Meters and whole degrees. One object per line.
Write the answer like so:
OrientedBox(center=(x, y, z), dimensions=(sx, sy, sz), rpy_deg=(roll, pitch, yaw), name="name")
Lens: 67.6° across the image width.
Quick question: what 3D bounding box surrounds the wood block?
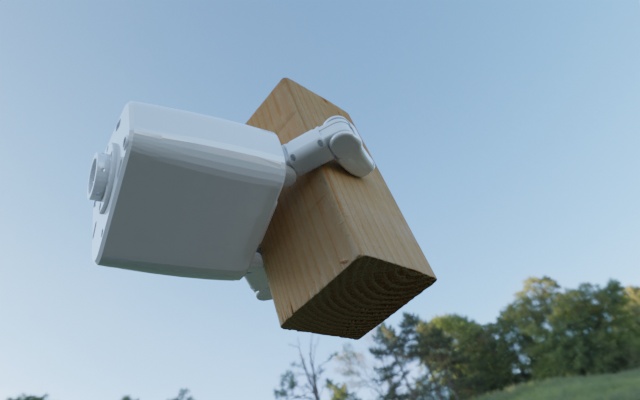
OrientedBox(center=(0.000, 0.001, 0.410), dimensions=(0.090, 0.206, 0.091), rpy_deg=(22, -56, -40), name="wood block")
